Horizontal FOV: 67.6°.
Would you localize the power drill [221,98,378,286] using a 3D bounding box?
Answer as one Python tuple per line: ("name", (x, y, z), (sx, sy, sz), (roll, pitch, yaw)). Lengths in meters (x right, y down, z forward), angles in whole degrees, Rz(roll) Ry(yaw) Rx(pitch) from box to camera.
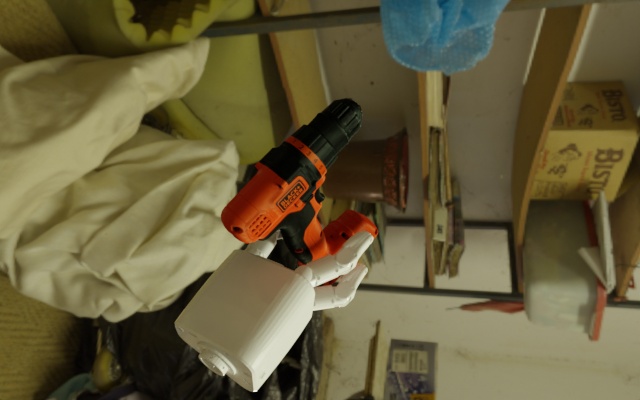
("power drill", (0.000, 0.002, 0.532), (0.057, 0.184, 0.188), (38, -11, 41))
